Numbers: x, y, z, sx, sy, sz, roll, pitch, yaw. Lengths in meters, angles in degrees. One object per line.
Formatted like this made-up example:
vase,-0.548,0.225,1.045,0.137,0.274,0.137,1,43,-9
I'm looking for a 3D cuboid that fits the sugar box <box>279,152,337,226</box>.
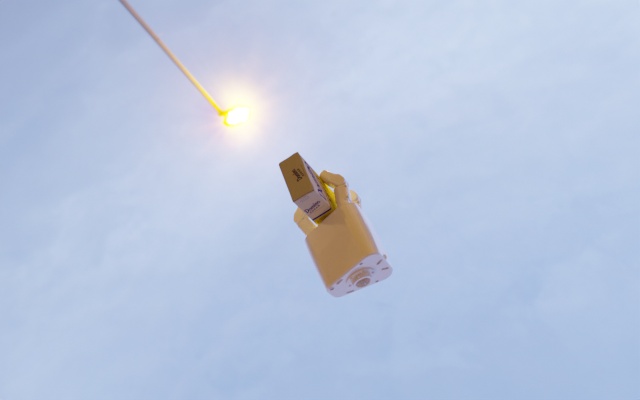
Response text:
sugar box,0.001,0.003,0.816,0.048,0.093,0.176,-30,-40,8
